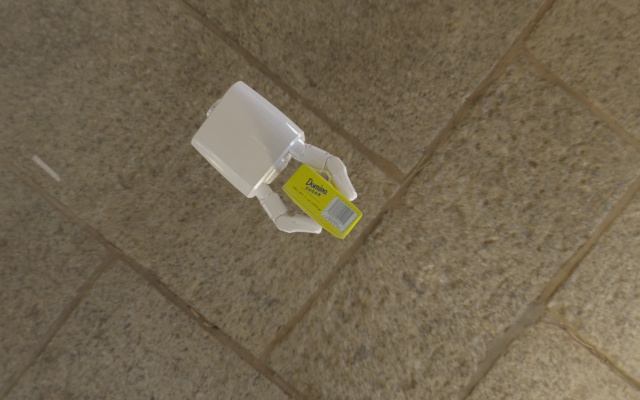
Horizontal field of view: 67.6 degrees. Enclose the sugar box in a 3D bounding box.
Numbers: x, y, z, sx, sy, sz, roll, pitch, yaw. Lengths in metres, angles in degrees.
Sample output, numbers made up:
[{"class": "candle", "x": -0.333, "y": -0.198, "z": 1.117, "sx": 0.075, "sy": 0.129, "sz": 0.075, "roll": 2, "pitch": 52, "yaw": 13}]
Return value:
[{"class": "sugar box", "x": 0.000, "y": 0.002, "z": 0.626, "sx": 0.093, "sy": 0.048, "sz": 0.176, "roll": 42, "pitch": 1, "yaw": -1}]
